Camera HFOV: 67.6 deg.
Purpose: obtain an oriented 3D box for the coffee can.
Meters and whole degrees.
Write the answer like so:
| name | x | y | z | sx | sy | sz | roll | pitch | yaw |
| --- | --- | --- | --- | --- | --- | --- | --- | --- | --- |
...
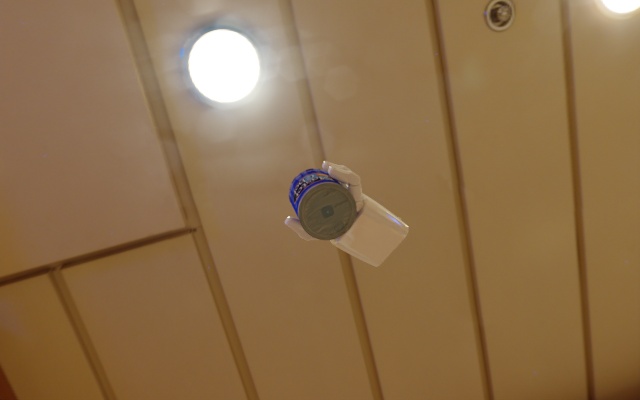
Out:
| name | x | y | z | sx | sy | sz | roll | pitch | yaw |
| --- | --- | --- | --- | --- | --- | --- | --- | --- | --- |
| coffee can | 0.000 | 0.003 | 0.884 | 0.103 | 0.103 | 0.140 | 0 | 14 | -11 |
